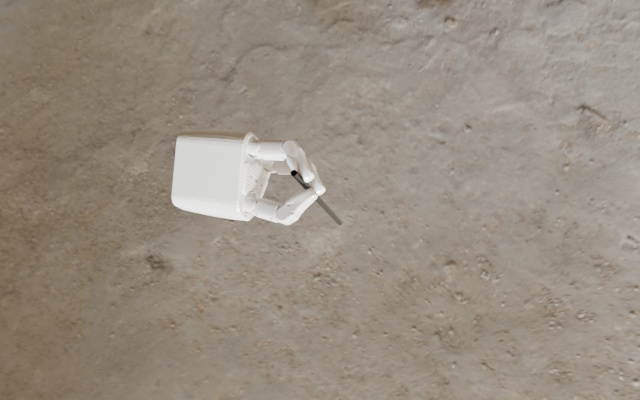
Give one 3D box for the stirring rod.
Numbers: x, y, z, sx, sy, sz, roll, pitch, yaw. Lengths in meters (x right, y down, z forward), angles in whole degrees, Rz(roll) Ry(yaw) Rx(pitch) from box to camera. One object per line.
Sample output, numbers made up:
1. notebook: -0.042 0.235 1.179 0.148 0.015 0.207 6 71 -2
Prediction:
1. stirring rod: 0.000 0.002 0.672 0.011 0.011 0.240 0 -17 16
